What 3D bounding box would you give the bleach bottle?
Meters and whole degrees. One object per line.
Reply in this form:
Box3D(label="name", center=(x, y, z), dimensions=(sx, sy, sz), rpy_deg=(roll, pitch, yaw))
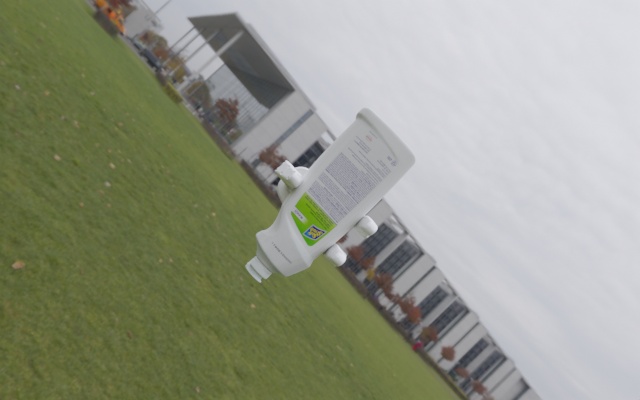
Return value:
Box3D(label="bleach bottle", center=(0.000, 0.002, 0.611), dimensions=(0.251, 0.102, 0.068), rpy_deg=(-43, -7, -3))
